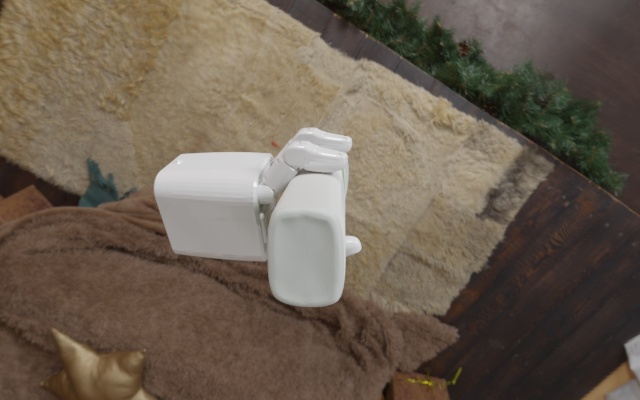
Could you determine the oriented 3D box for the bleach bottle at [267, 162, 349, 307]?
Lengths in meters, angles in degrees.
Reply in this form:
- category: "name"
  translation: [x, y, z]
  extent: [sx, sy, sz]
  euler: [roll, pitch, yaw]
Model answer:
- category: "bleach bottle"
  translation: [0.000, 0.002, 0.519]
  extent: [0.068, 0.103, 0.250]
  euler: [3, 23, 6]
